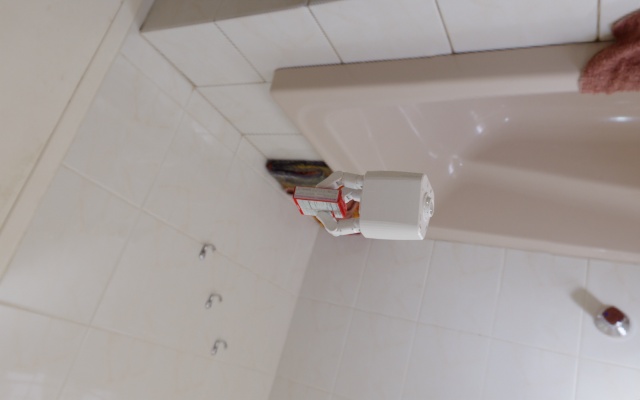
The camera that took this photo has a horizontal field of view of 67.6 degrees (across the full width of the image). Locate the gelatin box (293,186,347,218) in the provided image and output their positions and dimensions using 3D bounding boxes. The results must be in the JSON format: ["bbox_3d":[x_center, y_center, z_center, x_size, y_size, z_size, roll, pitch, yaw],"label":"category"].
[{"bbox_3d":[0.000,0.003,0.883,0.089,0.030,0.073,4,-24,14],"label":"gelatin box"}]
